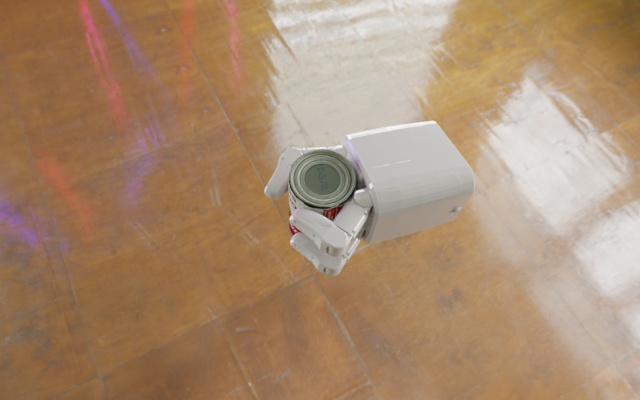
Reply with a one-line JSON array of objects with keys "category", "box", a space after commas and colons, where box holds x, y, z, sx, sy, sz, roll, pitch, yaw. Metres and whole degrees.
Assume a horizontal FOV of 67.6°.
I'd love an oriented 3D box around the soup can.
[{"category": "soup can", "box": [0.000, 0.002, 0.501, 0.068, 0.068, 0.102, 0, -28, -3]}]
